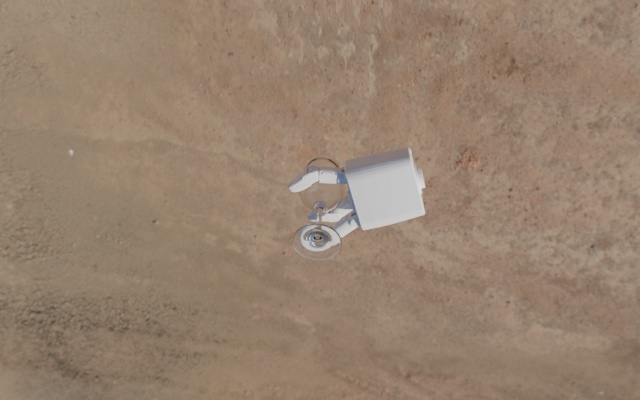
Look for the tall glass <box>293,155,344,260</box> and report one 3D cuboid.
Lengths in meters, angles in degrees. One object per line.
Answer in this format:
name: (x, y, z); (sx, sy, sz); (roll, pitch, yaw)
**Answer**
tall glass: (0.000, 0.003, 0.798); (0.079, 0.079, 0.200); (0, 38, 3)
